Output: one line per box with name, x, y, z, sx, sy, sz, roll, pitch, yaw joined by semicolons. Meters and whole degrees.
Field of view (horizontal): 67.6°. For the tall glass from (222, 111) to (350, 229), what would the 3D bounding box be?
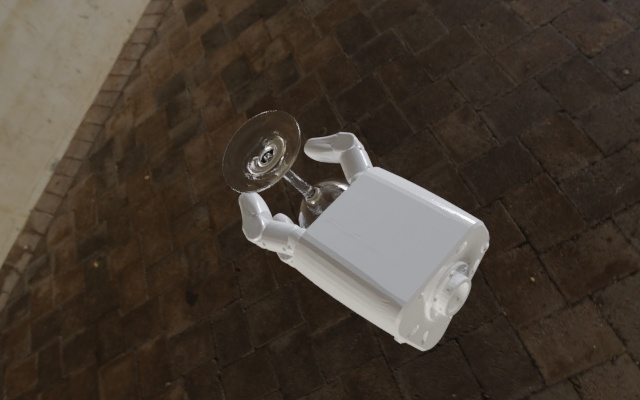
tall glass;0.000;0.001;0.453;0.079;0.079;0.201;0;-24;31
